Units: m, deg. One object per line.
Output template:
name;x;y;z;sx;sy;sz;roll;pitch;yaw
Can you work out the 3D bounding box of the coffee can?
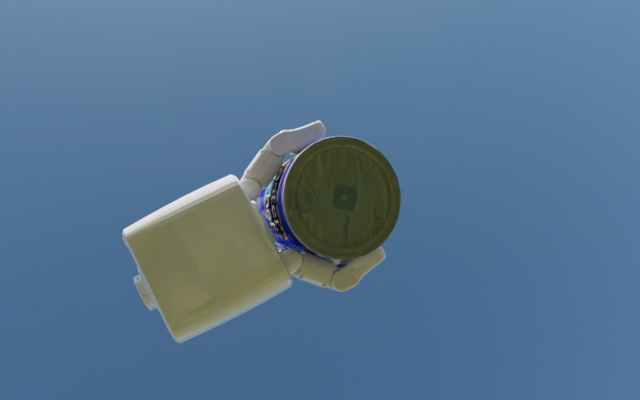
coffee can;0.000;0.001;0.458;0.103;0.103;0.140;0;-3;-17
